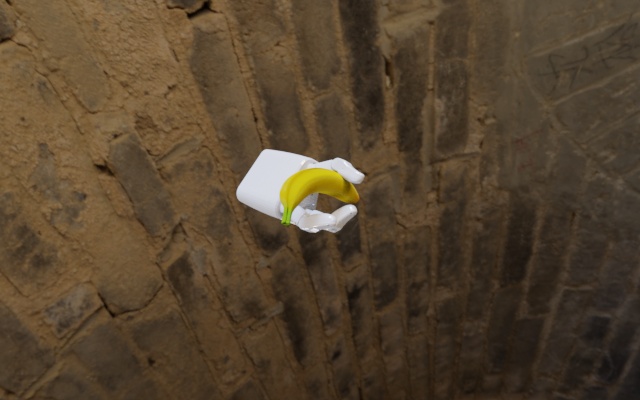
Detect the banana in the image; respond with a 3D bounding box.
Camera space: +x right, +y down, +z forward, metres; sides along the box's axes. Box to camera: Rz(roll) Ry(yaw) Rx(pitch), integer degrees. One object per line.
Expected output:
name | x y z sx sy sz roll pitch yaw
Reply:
banana | -0.003 -0.016 0.711 0.037 0.069 0.198 4 11 36
